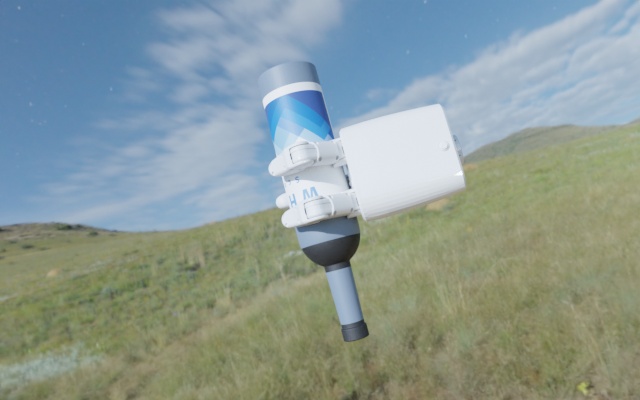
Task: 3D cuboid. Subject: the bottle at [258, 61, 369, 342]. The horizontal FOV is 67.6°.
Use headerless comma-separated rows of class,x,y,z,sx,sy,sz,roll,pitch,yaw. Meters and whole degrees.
bottle,0.000,0.001,0.513,0.069,0.295,0.069,-15,-7,-2
